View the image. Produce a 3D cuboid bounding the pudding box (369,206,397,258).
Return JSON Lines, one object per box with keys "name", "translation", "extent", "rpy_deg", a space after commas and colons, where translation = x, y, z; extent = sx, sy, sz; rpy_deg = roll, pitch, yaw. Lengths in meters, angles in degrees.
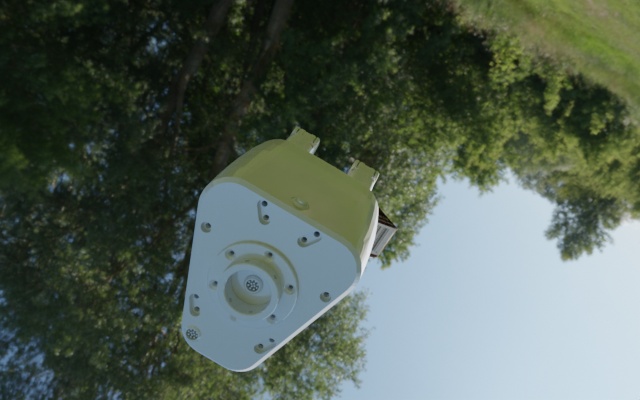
{"name": "pudding box", "translation": [0.000, 0.002, 0.427], "extent": [0.113, 0.039, 0.090], "rpy_deg": [22, 19, -27]}
